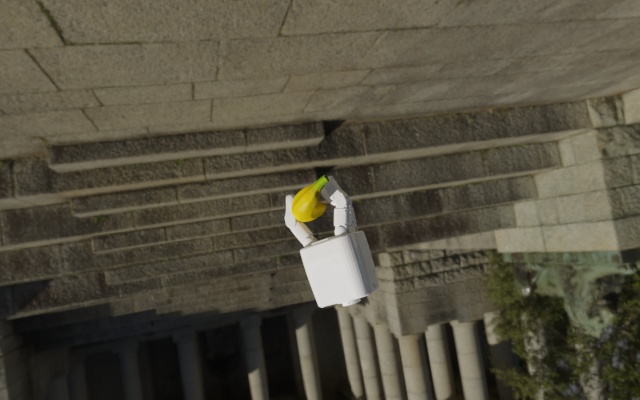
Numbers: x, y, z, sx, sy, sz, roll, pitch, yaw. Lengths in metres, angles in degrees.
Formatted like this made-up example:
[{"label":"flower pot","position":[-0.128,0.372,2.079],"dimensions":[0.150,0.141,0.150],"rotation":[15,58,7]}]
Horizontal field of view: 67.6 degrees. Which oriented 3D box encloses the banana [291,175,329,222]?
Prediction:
[{"label":"banana","position":[-0.017,0.010,0.807],"dimensions":[0.069,0.037,0.198],"rotation":[-25,-10,-7]}]
